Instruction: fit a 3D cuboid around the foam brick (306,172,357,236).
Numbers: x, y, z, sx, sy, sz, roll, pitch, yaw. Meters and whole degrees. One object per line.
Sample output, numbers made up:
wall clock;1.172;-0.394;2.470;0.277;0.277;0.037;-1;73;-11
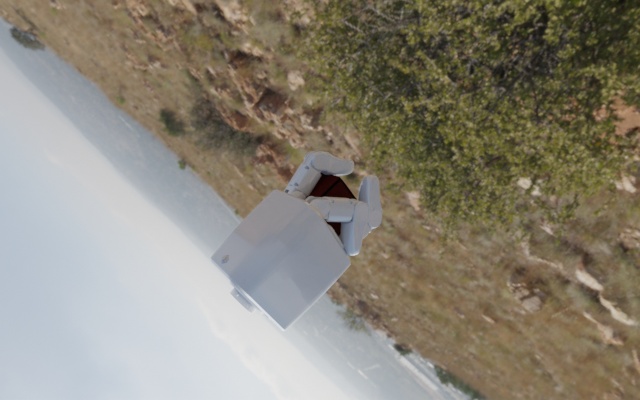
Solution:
foam brick;0.000;0.002;0.560;0.053;0.051;0.078;51;-15;-27
